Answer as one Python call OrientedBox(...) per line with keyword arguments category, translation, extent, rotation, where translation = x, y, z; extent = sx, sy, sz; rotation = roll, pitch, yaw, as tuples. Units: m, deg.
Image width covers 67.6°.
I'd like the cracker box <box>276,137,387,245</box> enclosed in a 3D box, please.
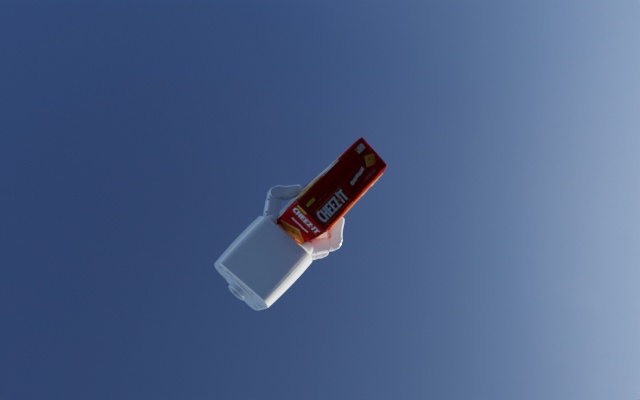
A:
OrientedBox(category="cracker box", translation=(0.000, 0.003, 0.814), extent=(0.164, 0.072, 0.214), rotation=(-46, 5, -26))
